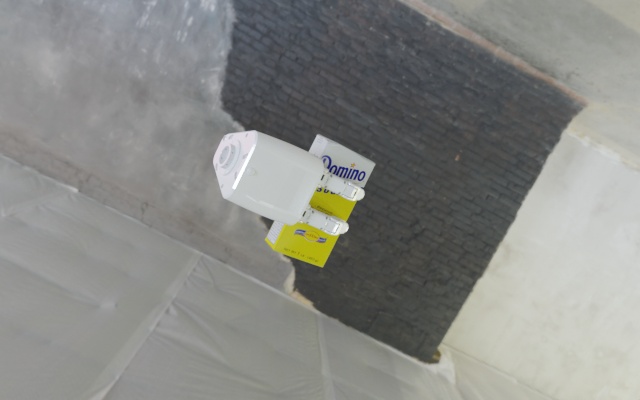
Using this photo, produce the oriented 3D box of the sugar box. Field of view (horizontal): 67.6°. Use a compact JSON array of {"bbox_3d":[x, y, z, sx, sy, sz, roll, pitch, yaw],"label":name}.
[{"bbox_3d":[0.000,0.003,0.702,0.093,0.176,0.048,23,9,-32],"label":"sugar box"}]
